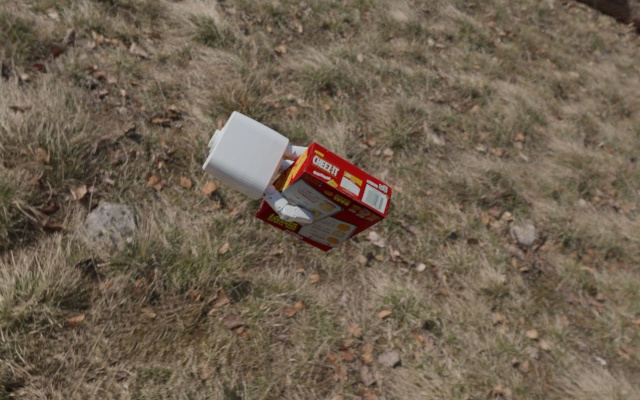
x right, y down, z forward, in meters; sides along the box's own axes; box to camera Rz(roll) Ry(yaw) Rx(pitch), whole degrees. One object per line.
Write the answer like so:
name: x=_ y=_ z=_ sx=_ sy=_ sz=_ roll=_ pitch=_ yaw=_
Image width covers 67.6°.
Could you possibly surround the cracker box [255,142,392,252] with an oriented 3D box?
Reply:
cracker box: x=0.000 y=0.003 z=0.860 sx=0.164 sy=0.072 sz=0.214 roll=28 pitch=-32 yaw=-16
